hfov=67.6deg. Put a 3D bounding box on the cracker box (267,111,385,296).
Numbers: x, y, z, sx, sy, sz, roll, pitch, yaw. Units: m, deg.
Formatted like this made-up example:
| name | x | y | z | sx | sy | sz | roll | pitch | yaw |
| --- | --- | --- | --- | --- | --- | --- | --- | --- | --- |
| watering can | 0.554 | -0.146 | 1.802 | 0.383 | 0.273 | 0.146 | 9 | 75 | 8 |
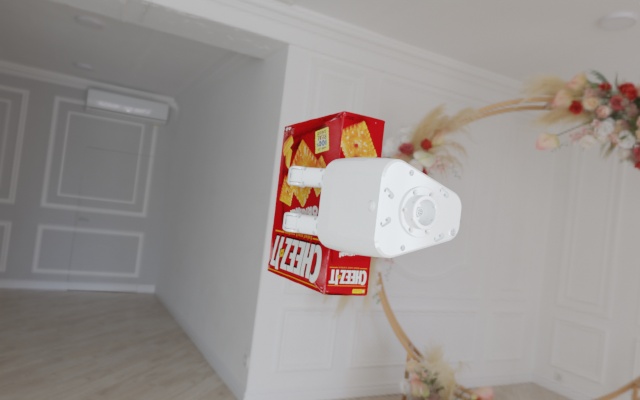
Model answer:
| name | x | y | z | sx | sy | sz | roll | pitch | yaw |
| --- | --- | --- | --- | --- | --- | --- | --- | --- | --- |
| cracker box | 0.000 | 0.002 | 0.625 | 0.072 | 0.213 | 0.164 | 8 | -1 | -30 |
